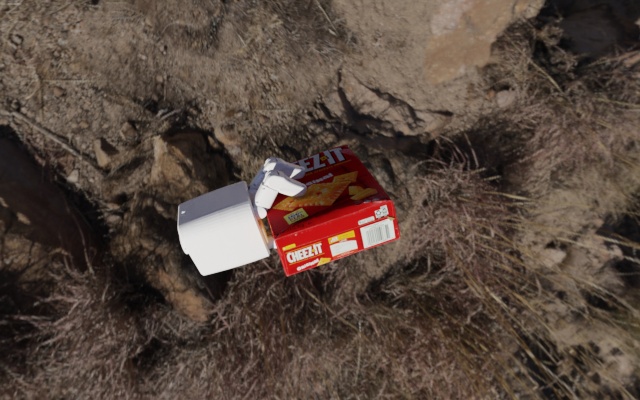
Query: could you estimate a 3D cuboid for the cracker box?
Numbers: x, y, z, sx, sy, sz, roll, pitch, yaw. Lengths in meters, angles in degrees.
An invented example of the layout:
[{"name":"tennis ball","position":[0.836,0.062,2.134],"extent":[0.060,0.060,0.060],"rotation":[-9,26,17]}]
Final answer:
[{"name":"cracker box","position":[0.000,0.003,0.707],"extent":[0.164,0.072,0.213],"rotation":[-18,30,-5]}]
